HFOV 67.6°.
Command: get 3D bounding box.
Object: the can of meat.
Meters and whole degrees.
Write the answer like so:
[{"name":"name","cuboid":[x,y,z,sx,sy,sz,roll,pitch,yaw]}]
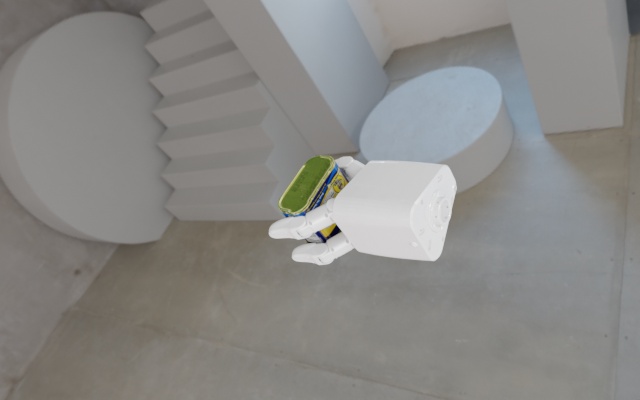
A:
[{"name":"can of meat","cuboid":[0.000,0.002,0.640,0.057,0.102,0.084,10,-32,42]}]
